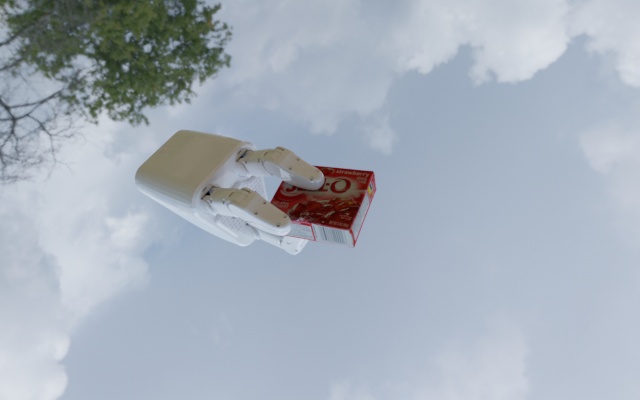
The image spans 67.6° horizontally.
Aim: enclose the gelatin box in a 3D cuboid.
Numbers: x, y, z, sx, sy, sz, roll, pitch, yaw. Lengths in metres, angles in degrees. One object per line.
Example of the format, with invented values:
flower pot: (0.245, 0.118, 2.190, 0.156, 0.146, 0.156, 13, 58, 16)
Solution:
gelatin box: (0.000, 0.002, 0.452, 0.089, 0.073, 0.030, 8, -40, 22)
